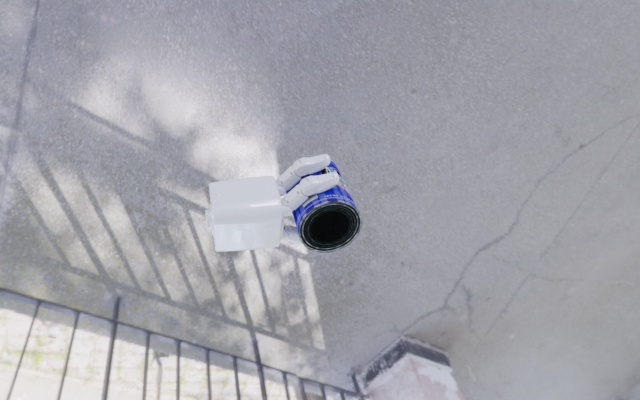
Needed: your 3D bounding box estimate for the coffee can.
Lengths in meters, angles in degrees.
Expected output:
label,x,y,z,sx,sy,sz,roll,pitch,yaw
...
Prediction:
label,x,y,z,sx,sy,sz,roll,pitch,yaw
coffee can,0.000,0.003,0.793,0.103,0.103,0.140,0,35,-16
